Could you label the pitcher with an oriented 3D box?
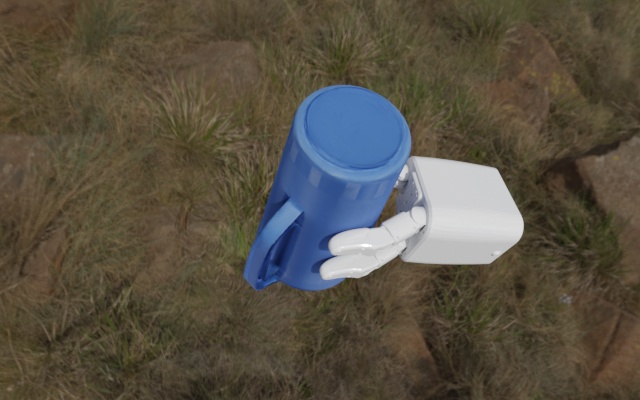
[{"bbox_3d":[0.000,0.002,0.511,0.145,0.149,0.243,6,-31,-9],"label":"pitcher"}]
